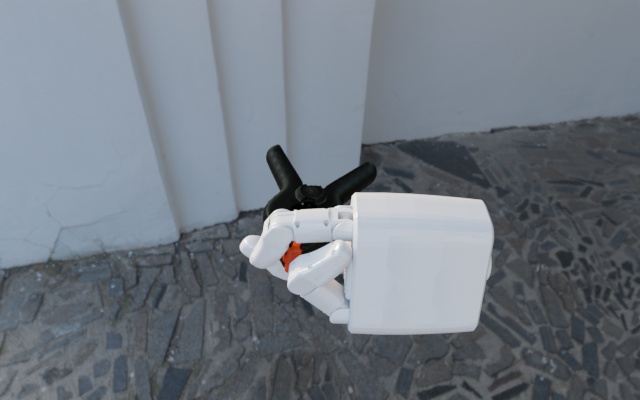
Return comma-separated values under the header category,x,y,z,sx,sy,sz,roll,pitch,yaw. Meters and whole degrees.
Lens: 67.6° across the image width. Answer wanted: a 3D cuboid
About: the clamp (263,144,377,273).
category,x,y,z,sx,sy,sz,roll,pitch,yaw
clamp,0.000,0.001,0.467,0.120,0.039,0.171,1,41,0
